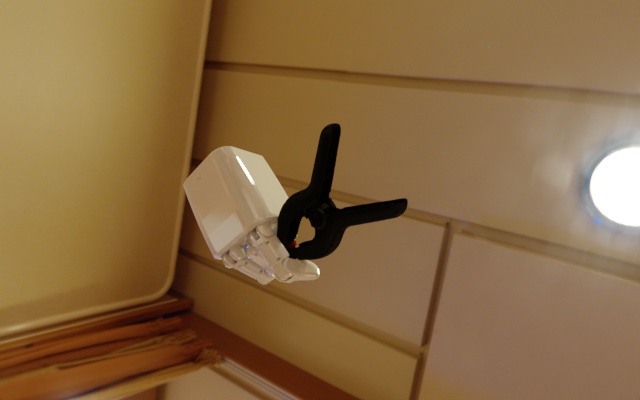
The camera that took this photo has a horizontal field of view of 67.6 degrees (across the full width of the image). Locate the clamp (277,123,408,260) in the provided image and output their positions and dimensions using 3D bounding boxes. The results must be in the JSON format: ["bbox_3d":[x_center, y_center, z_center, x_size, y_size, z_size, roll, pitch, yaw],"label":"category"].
[{"bbox_3d":[0.000,0.002,0.527,0.171,0.120,0.039,-37,-13,29],"label":"clamp"}]
